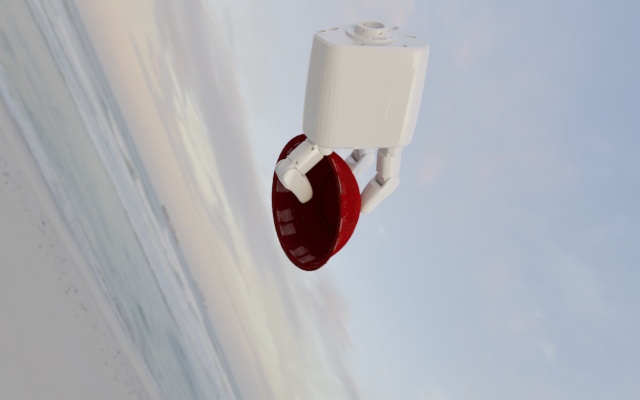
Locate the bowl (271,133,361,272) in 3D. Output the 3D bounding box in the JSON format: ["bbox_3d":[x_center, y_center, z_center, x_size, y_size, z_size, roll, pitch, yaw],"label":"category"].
[{"bbox_3d":[0.000,0.003,0.576,0.055,0.162,0.162,-2,1,-33],"label":"bowl"}]
